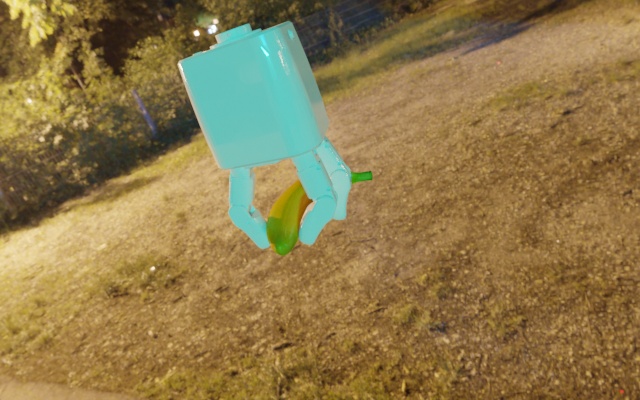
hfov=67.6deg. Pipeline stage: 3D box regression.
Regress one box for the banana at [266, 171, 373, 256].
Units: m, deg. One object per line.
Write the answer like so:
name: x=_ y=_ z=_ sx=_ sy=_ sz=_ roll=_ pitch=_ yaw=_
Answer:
banana: x=-0.013 y=0.001 z=0.538 sx=0.069 sy=0.037 sz=0.197 roll=-2 pitch=25 yaw=35
